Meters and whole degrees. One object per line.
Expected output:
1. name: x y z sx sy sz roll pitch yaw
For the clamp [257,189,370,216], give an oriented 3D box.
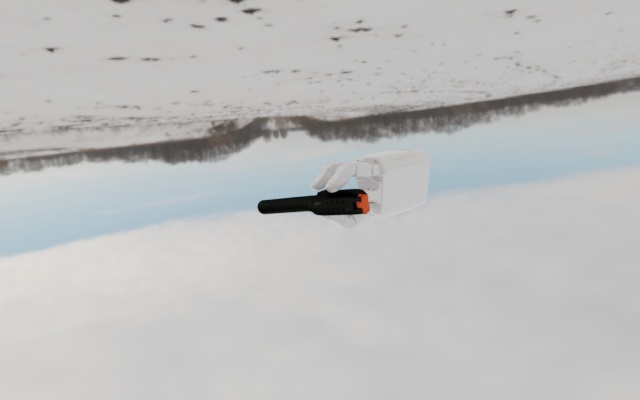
1. clamp: 0.001 0.003 0.788 0.164 0.036 0.210 -15 12 -26
